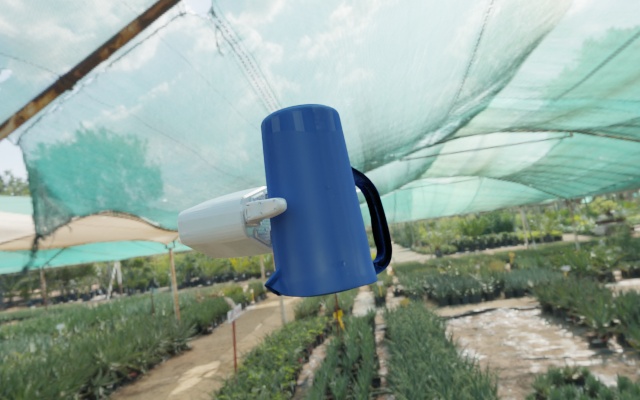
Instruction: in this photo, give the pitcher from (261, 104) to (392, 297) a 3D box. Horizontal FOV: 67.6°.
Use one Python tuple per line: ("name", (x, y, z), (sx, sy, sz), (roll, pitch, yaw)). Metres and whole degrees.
("pitcher", (0.000, 0.002, 0.638), (0.145, 0.243, 0.149), (-11, -6, 20))
